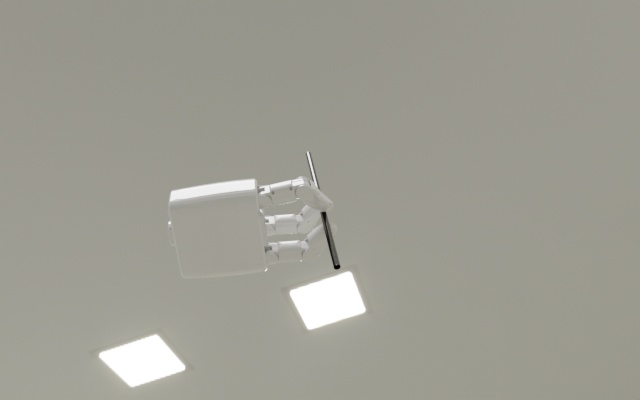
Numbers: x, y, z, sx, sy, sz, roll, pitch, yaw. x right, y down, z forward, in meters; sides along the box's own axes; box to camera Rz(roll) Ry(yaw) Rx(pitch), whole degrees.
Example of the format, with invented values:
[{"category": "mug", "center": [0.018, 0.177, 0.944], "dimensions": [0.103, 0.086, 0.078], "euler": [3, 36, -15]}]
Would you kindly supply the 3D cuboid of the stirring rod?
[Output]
[{"category": "stirring rod", "center": [0.000, 0.002, 0.626], "dimensions": [0.011, 0.011, 0.239], "euler": [0, 37, -11]}]
